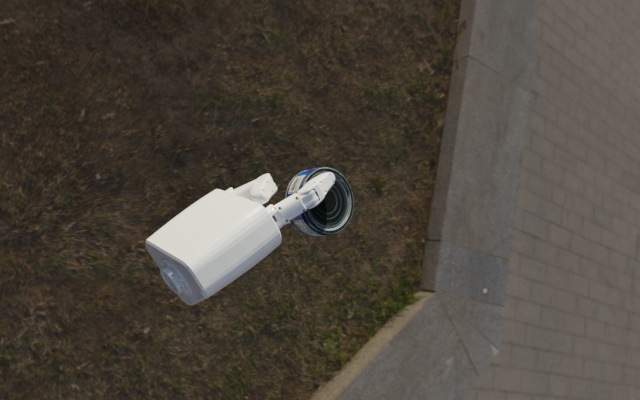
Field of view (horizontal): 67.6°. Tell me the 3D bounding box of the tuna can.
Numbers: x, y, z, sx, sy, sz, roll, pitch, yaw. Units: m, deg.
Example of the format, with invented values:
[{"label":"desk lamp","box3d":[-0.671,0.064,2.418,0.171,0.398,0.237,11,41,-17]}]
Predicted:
[{"label":"tuna can","box3d":[0.000,0.002,0.594,0.086,0.086,0.034,0,-6,-37]}]
